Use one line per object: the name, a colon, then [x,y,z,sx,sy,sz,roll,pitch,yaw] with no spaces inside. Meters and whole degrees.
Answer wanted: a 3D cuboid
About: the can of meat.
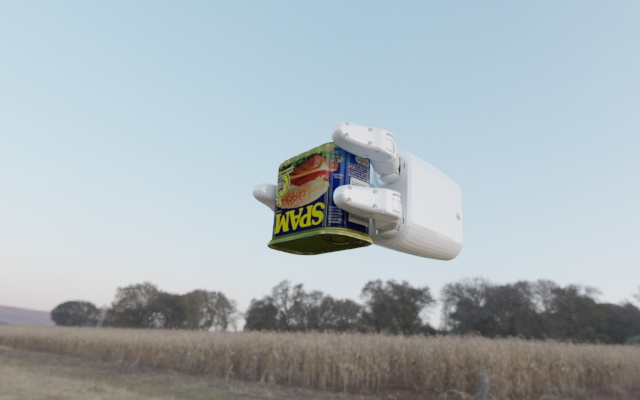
can of meat: [0.000,0.001,0.442,0.057,0.084,0.102,18,-22,-38]
